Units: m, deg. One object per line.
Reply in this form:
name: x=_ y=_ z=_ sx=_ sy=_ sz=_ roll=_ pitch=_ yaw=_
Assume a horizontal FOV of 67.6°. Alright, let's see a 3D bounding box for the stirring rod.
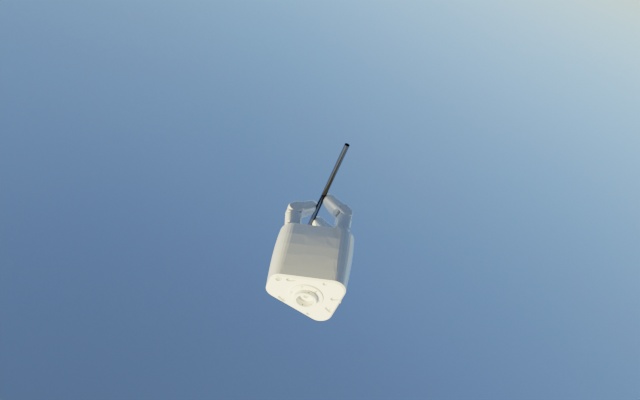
stirring rod: x=0.000 y=0.003 z=0.785 sx=0.011 sy=0.240 sz=0.011 roll=15 pitch=40 yaw=-13
